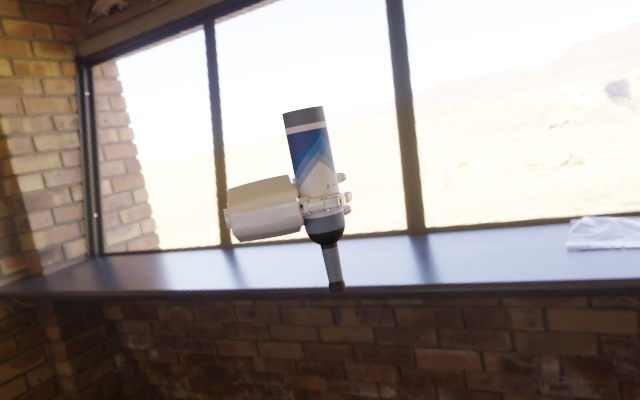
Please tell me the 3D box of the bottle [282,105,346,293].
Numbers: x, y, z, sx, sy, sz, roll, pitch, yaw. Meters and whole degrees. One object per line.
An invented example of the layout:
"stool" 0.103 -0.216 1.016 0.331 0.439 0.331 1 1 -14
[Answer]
"bottle" 0.000 0.002 0.759 0.069 0.296 0.069 -11 7 1
